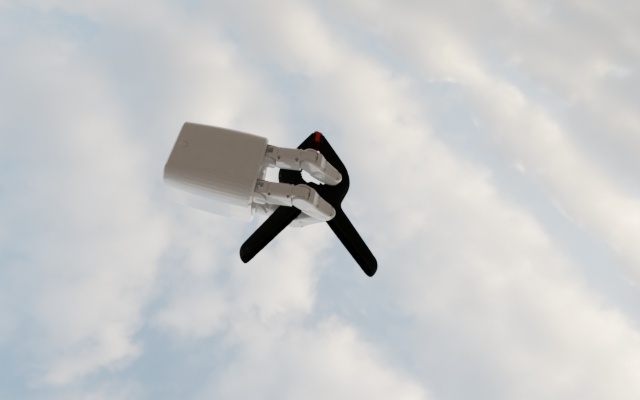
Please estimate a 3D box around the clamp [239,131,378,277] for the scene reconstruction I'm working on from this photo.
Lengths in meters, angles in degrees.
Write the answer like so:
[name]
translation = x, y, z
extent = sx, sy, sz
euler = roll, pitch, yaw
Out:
[clamp]
translation = 0.000, 0.002, 0.613
extent = 0.164, 0.209, 0.036
euler = 14, -34, -4
